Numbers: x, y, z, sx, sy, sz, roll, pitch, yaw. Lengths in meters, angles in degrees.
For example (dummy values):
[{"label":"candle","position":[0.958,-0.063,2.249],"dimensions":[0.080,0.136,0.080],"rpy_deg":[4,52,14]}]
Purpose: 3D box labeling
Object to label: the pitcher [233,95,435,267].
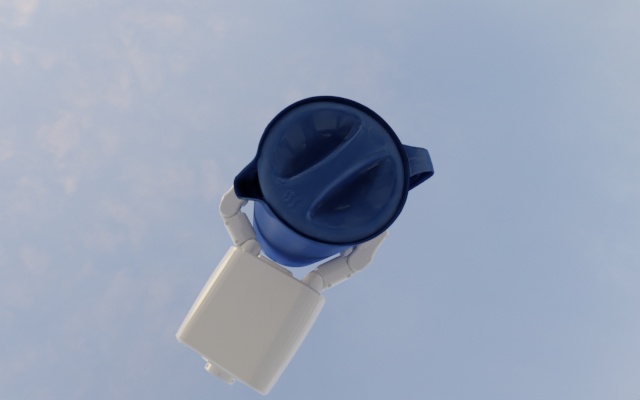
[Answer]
[{"label":"pitcher","position":[0.000,0.002,0.507],"dimensions":[0.149,0.145,0.243],"rpy_deg":[33,-19,-1]}]
